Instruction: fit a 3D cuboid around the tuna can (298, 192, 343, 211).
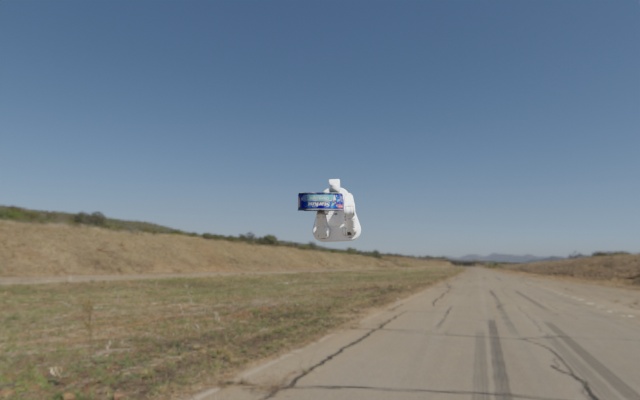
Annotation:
[{"bbox_3d":[0.000,0.002,0.894,0.086,0.034,0.086,0,-2,0],"label":"tuna can"}]
